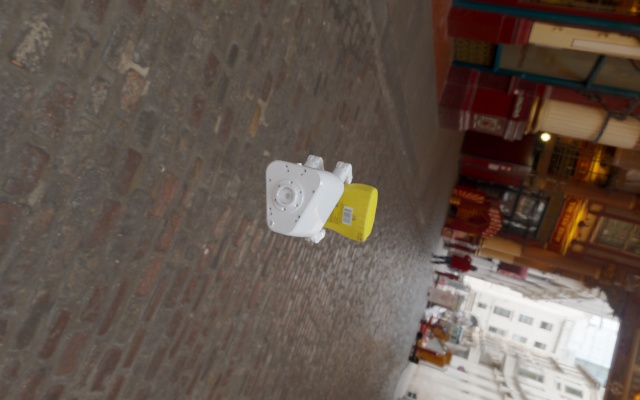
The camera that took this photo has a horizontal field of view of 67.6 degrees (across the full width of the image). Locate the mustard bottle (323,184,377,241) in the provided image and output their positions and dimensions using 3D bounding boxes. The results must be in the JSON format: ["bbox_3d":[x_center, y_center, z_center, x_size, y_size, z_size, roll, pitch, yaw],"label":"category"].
[{"bbox_3d":[0.000,0.003,0.846,0.191,0.096,0.058,15,26,18],"label":"mustard bottle"}]
